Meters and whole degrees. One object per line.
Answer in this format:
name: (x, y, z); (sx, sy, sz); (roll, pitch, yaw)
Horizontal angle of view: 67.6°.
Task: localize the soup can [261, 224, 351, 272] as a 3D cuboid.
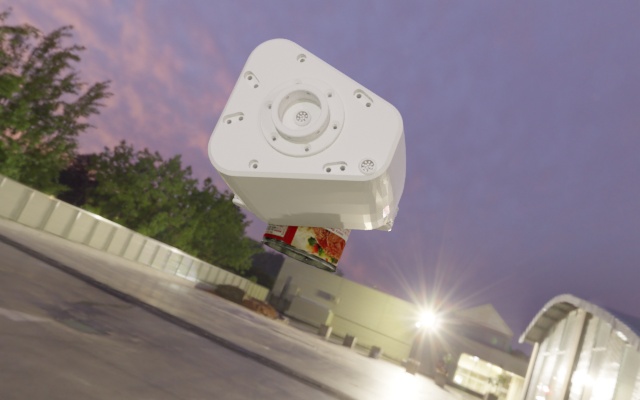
soup can: (0.000, 0.001, 0.409); (0.068, 0.102, 0.068); (21, -12, 5)
